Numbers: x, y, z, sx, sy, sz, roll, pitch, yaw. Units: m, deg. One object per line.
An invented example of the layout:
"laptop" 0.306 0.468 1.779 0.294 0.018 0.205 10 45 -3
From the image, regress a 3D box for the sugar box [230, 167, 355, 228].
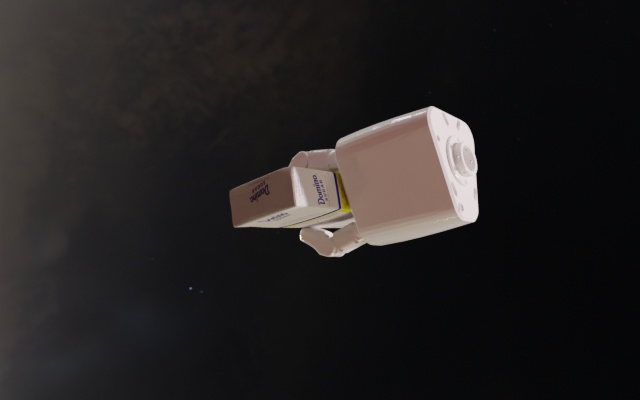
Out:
"sugar box" 0.000 0.001 0.518 0.093 0.048 0.176 -18 -17 39
